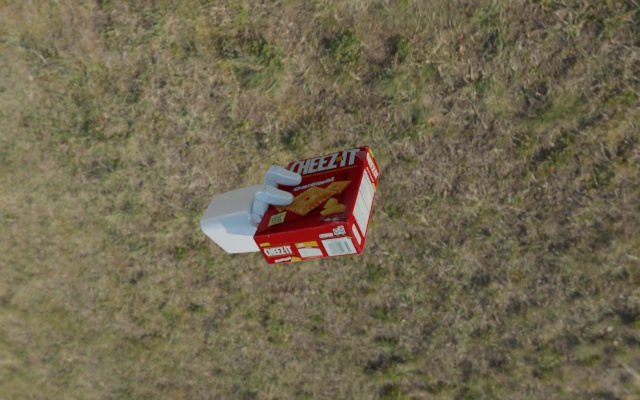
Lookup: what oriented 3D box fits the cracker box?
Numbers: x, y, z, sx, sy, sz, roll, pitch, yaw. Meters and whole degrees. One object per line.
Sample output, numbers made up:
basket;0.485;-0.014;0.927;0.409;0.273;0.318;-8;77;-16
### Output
cracker box;0.000;0.003;0.801;0.164;0.072;0.213;-10;35;23
